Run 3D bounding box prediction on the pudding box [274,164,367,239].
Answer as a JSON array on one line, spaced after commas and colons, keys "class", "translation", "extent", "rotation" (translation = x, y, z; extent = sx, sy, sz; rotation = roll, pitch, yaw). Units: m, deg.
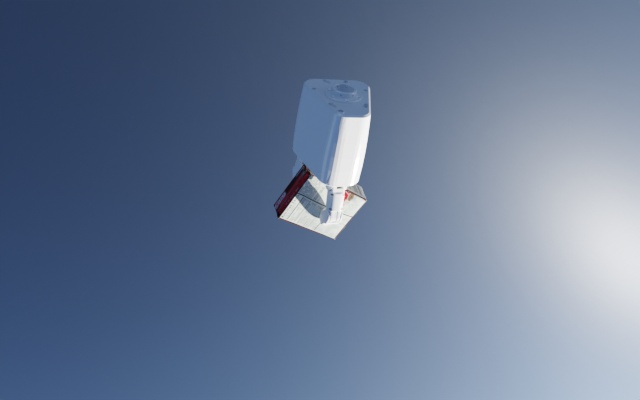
[{"class": "pudding box", "translation": [0.000, 0.002, 0.721], "extent": [0.113, 0.090, 0.039], "rotation": [24, 27, -30]}]
